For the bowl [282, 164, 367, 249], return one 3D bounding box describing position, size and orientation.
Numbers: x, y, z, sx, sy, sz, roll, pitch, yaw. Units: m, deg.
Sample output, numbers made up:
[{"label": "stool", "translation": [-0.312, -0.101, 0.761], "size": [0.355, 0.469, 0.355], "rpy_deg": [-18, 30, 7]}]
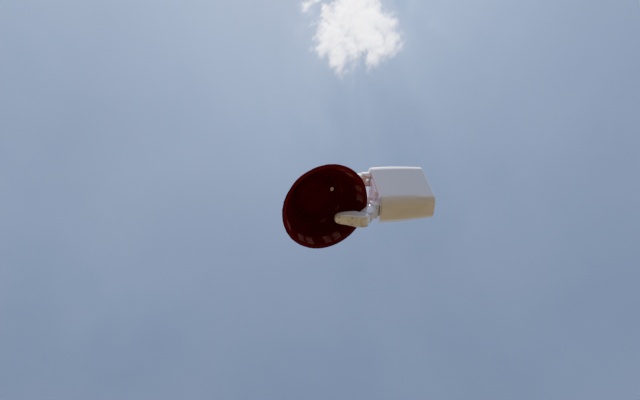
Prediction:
[{"label": "bowl", "translation": [-0.001, 0.003, 0.849], "size": [0.162, 0.162, 0.055], "rpy_deg": [0, 24, -25]}]
